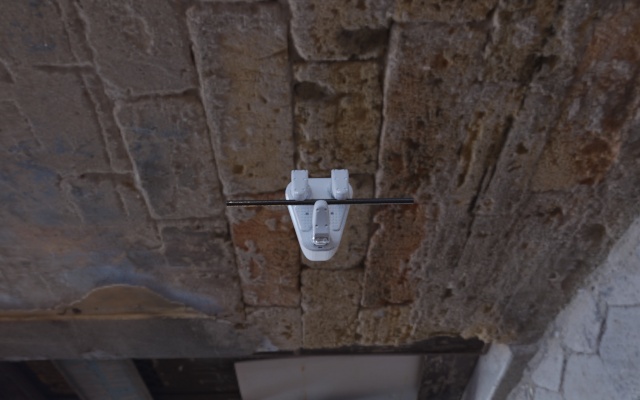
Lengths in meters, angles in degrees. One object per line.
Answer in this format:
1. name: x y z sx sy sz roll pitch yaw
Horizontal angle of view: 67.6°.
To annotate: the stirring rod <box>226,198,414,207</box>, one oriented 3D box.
1. stirring rod: 0.000 0.002 0.617 0.239 0.011 0.011 -1 0 -1
